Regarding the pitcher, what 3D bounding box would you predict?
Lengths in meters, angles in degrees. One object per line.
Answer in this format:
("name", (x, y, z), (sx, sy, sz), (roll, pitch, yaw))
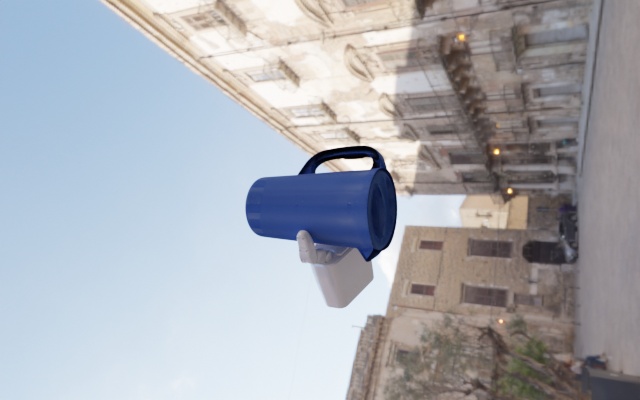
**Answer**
("pitcher", (0.000, 0.003, 0.805), (0.243, 0.145, 0.149), (1, 34, 28))
